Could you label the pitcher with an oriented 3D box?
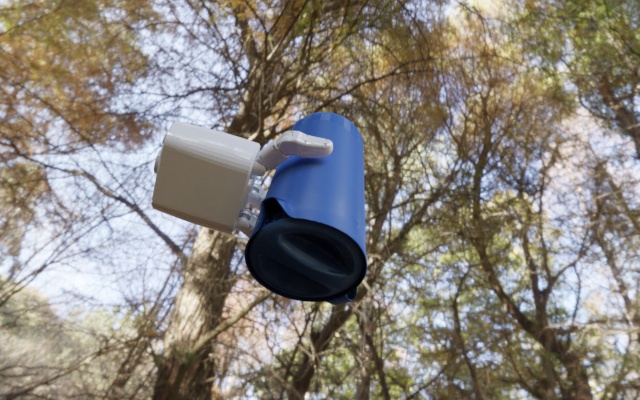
[{"bbox_3d":[0.000,0.002,0.604,0.145,0.149,0.242,16,41,-5],"label":"pitcher"}]
